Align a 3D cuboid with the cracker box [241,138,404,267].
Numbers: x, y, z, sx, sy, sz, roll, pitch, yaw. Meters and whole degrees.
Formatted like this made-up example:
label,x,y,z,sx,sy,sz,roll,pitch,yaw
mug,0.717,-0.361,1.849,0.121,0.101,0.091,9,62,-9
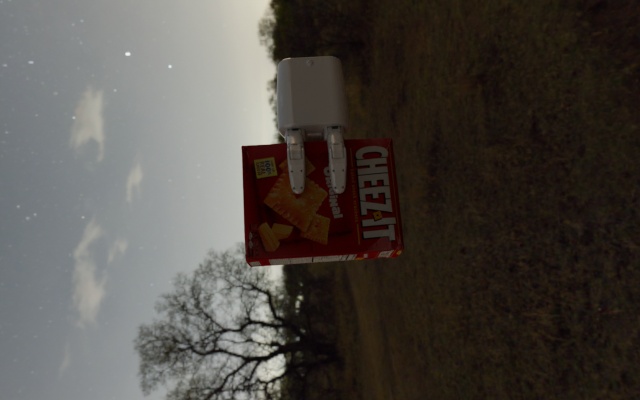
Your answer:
label,x,y,z,sx,sy,sz,roll,pitch,yaw
cracker box,0.000,0.002,0.670,0.214,0.164,0.072,-4,-14,-2
